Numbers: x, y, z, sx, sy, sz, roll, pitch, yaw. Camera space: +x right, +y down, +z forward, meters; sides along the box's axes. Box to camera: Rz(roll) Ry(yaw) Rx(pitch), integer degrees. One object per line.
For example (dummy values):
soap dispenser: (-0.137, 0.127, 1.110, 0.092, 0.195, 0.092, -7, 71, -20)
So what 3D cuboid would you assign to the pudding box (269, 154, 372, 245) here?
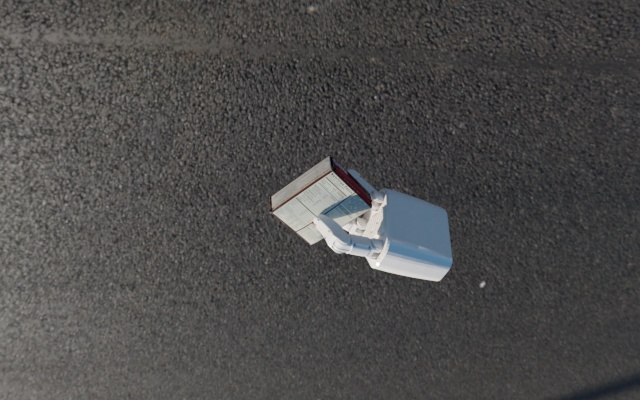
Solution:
pudding box: (0.000, 0.002, 0.654, 0.113, 0.039, 0.090, -34, -56, 21)
